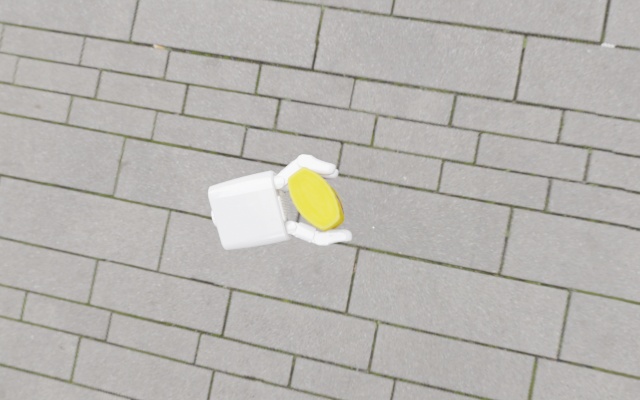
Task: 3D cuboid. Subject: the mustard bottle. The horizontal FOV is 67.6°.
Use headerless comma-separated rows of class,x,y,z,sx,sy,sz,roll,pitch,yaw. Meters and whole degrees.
mustard bottle,0.000,0.002,0.765,0.058,0.096,0.191,-37,-6,3
